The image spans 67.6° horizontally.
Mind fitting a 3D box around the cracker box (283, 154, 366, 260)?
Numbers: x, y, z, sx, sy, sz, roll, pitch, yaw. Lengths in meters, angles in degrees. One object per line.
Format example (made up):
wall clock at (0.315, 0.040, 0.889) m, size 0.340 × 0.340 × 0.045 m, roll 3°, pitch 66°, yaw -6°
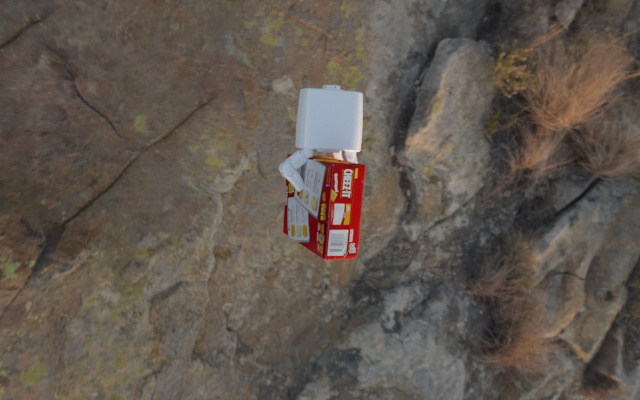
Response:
cracker box at (0.000, 0.003, 0.883) m, size 0.072 × 0.164 × 0.213 m, roll 1°, pitch 9°, yaw -24°
